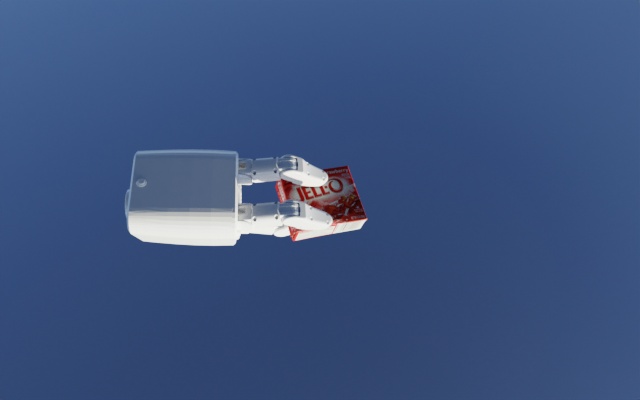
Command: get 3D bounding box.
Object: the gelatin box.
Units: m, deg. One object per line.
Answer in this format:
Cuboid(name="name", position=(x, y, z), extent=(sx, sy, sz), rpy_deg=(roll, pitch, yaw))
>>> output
Cuboid(name="gelatin box", position=(0.000, 0.002, 0.551), extent=(0.089, 0.073, 0.030), rpy_deg=(-9, -25, -21))
